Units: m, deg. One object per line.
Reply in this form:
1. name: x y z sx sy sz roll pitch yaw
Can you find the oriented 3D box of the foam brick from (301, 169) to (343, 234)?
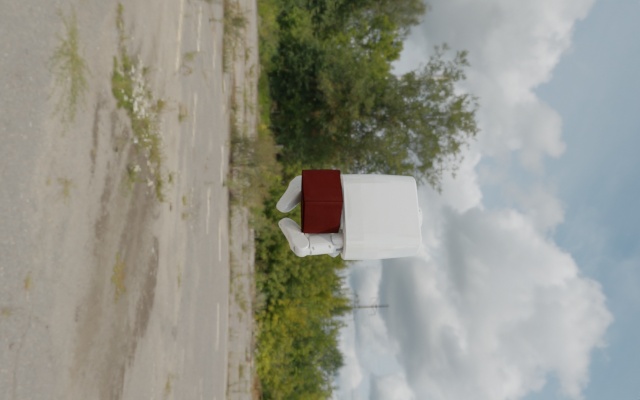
1. foam brick: 0.000 0.002 0.630 0.051 0.053 0.078 0 -35 -4
